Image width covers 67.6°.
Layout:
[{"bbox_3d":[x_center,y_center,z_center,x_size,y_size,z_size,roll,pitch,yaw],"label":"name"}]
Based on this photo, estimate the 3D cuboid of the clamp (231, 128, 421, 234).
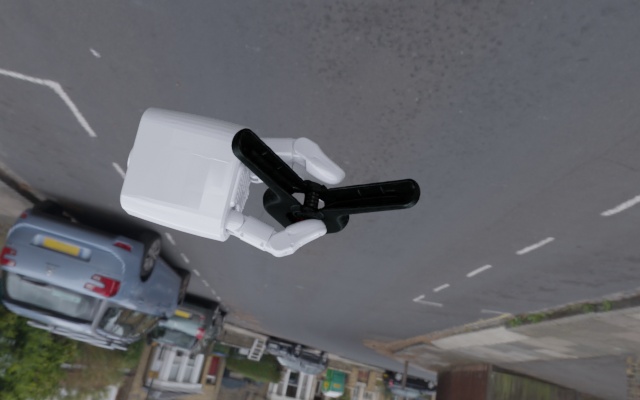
[{"bbox_3d":[0.000,0.002,0.482,0.164,0.036,0.210,15,-20,1],"label":"clamp"}]
